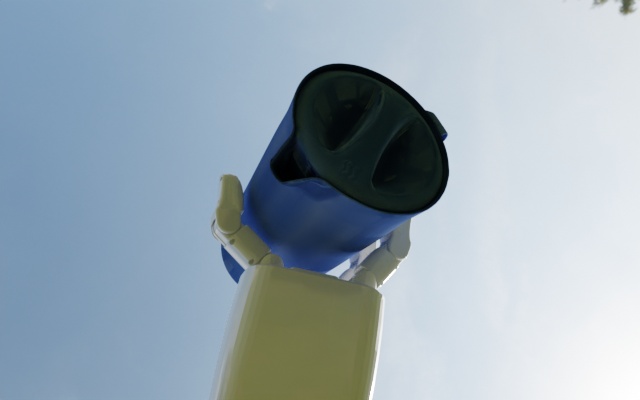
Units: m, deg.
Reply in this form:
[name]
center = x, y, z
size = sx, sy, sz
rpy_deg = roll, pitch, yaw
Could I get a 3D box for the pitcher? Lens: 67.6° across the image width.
[pitcher]
center = 0.000, 0.002, 0.444
size = 0.149, 0.145, 0.243
rpy_deg = 24, -36, -15
